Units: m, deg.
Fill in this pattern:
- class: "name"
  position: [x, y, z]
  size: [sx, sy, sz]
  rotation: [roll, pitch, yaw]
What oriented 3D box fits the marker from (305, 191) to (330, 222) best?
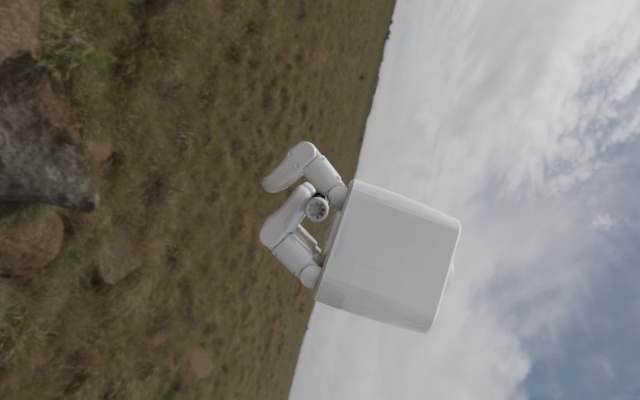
- class: "marker"
  position: [0.000, 0.001, 0.436]
  size: [0.020, 0.020, 0.121]
  rotation: [0, 6, 3]
